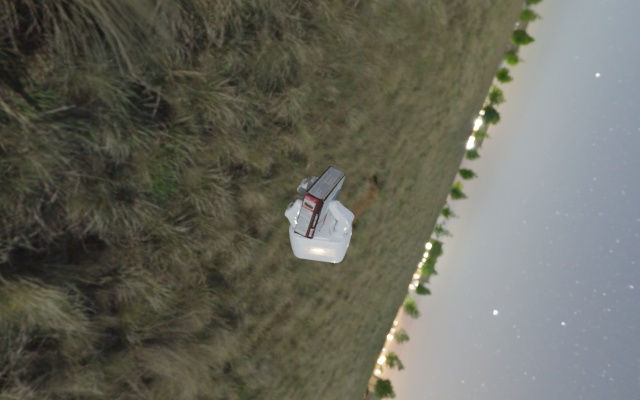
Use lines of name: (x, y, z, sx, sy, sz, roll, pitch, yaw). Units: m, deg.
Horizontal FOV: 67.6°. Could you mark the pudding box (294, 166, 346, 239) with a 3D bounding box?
pudding box: (0.000, 0.003, 0.842, 0.039, 0.090, 0.113, 23, 34, 9)
